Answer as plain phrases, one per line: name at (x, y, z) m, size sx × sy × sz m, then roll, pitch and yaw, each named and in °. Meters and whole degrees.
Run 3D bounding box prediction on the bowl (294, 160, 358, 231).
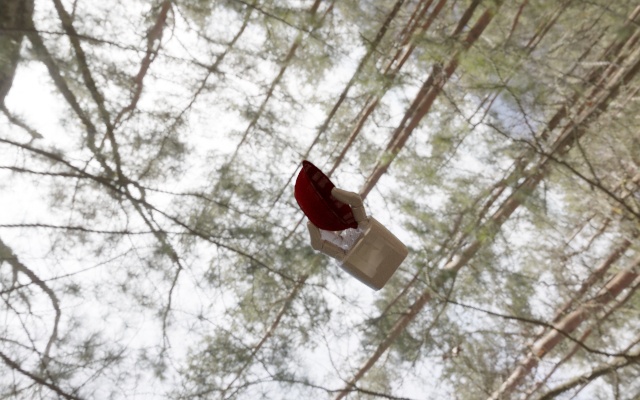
bowl at (-0.001, 0.002, 0.895) m, size 0.055 × 0.162 × 0.162 m, roll -38°, pitch -10°, yaw 13°
